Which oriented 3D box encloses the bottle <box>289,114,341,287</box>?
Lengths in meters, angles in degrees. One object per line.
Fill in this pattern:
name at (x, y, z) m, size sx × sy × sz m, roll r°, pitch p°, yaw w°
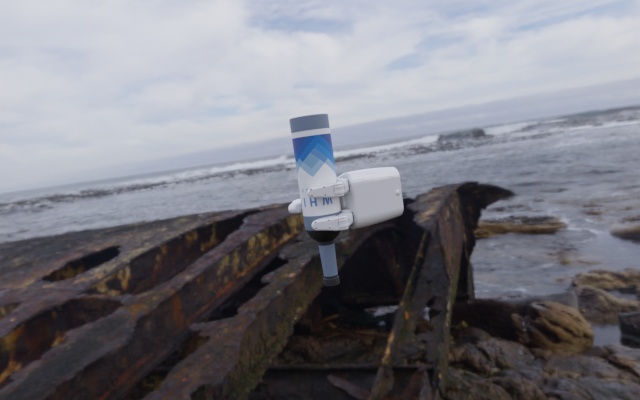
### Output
bottle at (0.000, 0.002, 0.825) m, size 0.069 × 0.296 × 0.069 m, roll -8°, pitch 6°, yaw 1°
